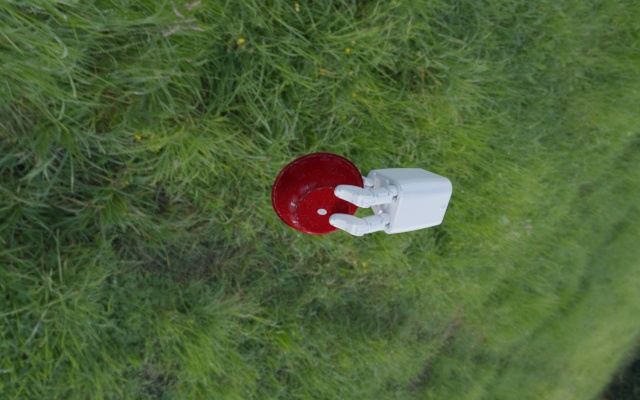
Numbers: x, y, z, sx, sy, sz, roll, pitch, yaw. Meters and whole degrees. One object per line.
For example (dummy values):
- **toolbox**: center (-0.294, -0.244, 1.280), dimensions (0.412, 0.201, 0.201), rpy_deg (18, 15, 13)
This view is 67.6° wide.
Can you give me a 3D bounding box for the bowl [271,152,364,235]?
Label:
- **bowl**: center (-0.001, 0.003, 0.797), dimensions (0.162, 0.162, 0.055), rpy_deg (0, 33, -11)
